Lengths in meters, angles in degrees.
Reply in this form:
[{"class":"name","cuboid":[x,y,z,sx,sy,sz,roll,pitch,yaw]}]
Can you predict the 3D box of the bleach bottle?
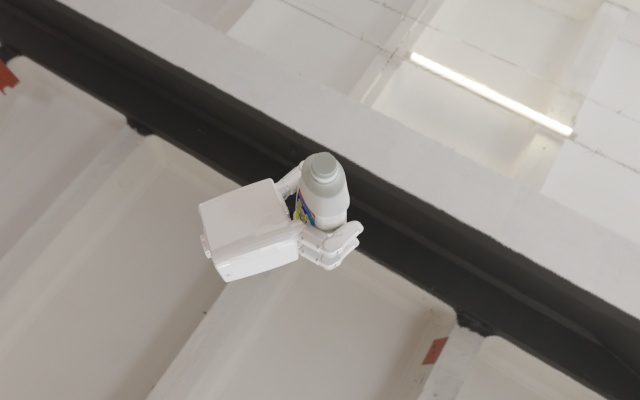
[{"class":"bleach bottle","cuboid":[0.000,0.002,0.647,0.068,0.102,0.251,-19,-22,-9]}]
